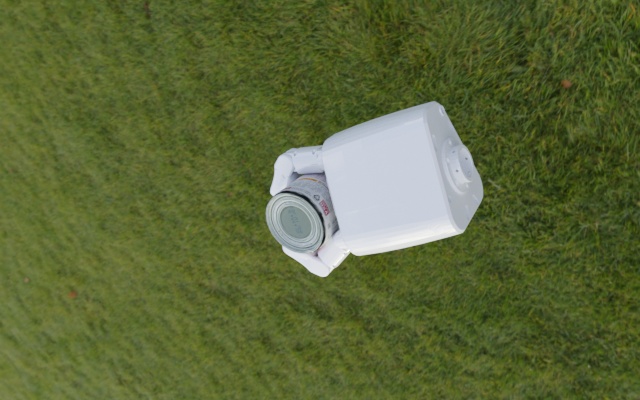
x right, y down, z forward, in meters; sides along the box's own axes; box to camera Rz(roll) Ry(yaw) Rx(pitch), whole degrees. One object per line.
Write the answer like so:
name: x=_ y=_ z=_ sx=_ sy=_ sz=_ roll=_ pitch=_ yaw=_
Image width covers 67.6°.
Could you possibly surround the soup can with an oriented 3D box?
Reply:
soup can: x=-0.001 y=0.002 z=0.488 sx=0.068 sy=0.068 sz=0.102 roll=0 pitch=25 yaw=33
